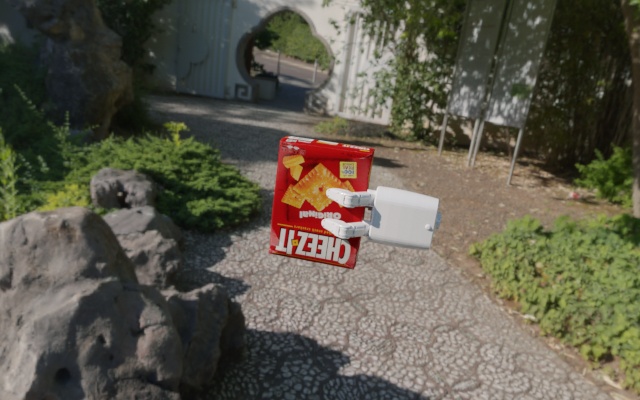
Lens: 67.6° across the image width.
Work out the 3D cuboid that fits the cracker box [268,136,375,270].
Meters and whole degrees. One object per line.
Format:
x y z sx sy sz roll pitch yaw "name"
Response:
0.000 0.003 0.857 0.164 0.214 0.072 10 15 8 "cracker box"
